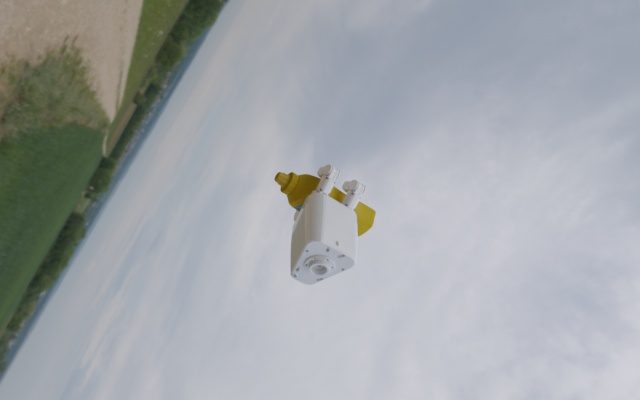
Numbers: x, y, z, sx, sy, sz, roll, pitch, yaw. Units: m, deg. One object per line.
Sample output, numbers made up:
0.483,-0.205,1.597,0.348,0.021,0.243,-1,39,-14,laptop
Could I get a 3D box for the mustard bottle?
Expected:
0.000,0.003,0.864,0.192,0.058,0.096,30,-29,-23,mustard bottle
